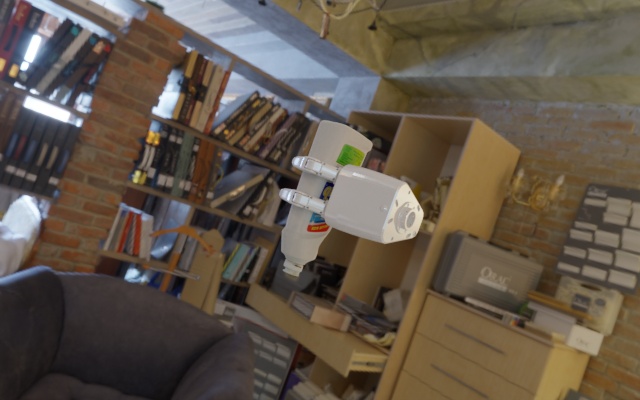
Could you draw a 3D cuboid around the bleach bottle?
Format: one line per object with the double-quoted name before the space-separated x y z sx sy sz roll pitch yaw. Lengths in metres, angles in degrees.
"bleach bottle" 0.000 0.002 0.785 0.068 0.251 0.102 19 -2 38
